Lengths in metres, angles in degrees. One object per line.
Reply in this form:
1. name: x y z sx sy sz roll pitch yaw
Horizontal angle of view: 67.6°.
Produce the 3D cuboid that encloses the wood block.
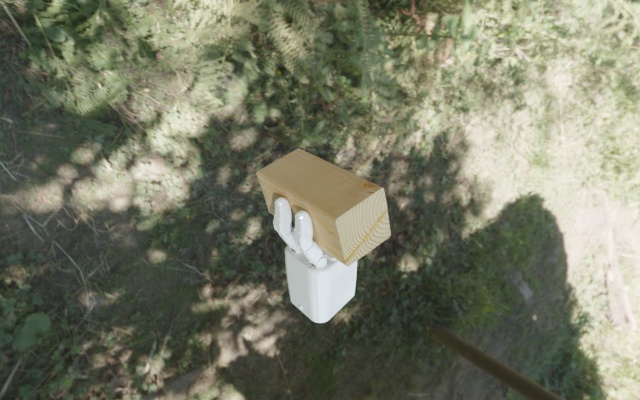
1. wood block: 0.001 0.003 0.735 0.091 0.090 0.206 -32 38 -25
